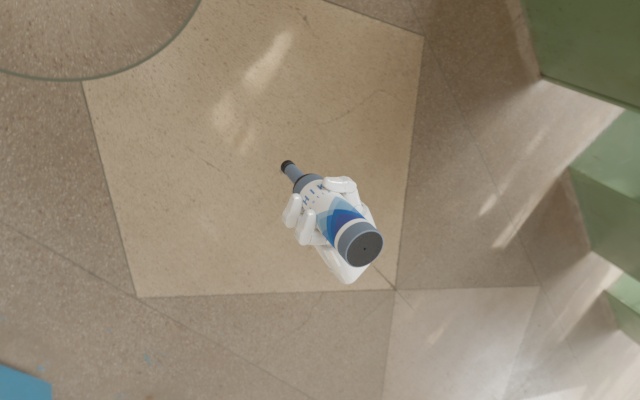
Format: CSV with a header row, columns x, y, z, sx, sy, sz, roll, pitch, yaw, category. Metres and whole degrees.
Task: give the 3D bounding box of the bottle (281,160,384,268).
x,y,z,sx,sy,sz,roll,pitch,yaw,category
0.000,0.003,0.812,0.069,0.069,0.295,0,28,-30,bottle
